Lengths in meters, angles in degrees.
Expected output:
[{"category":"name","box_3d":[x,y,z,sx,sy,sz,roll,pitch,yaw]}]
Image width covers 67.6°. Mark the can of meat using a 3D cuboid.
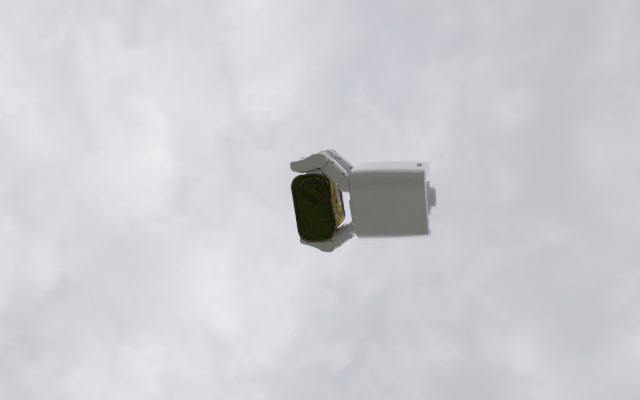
[{"category":"can of meat","box_3d":[0.000,0.002,0.722,0.057,0.102,0.084,-5,12,18]}]
